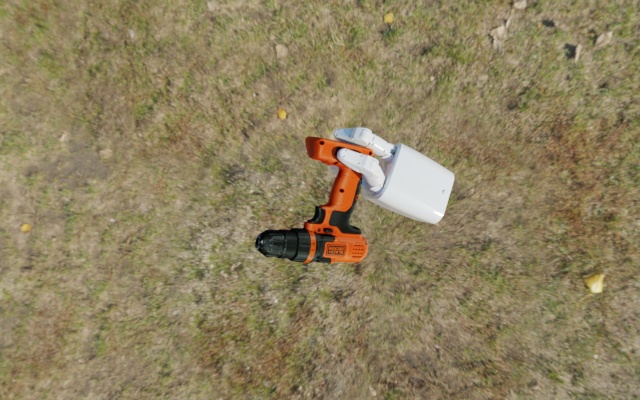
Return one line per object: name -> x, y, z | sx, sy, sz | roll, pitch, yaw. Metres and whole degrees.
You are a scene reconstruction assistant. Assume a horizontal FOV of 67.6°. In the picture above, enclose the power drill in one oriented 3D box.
power drill -> 0.000, 0.002, 0.716 | 0.184, 0.187, 0.057 | 7, 8, -32
